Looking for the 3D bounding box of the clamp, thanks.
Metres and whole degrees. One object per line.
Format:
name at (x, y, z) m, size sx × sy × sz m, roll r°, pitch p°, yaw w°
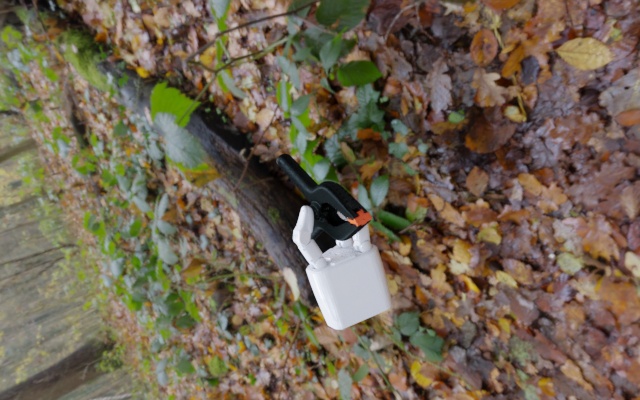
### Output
clamp at (0.000, 0.003, 0.738) m, size 0.036 × 0.164 × 0.210 m, roll -26°, pitch 15°, yaw -27°
